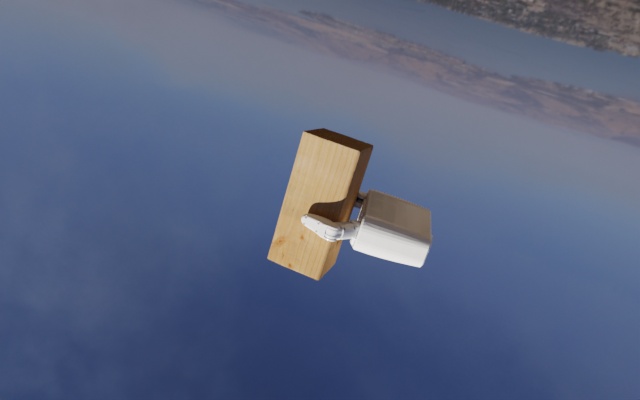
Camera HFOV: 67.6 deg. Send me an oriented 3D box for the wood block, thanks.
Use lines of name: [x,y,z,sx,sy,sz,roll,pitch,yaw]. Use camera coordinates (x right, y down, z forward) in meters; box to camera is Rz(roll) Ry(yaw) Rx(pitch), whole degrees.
wood block: [0.000,0.003,0.732,0.090,0.206,0.091,21,17,14]
